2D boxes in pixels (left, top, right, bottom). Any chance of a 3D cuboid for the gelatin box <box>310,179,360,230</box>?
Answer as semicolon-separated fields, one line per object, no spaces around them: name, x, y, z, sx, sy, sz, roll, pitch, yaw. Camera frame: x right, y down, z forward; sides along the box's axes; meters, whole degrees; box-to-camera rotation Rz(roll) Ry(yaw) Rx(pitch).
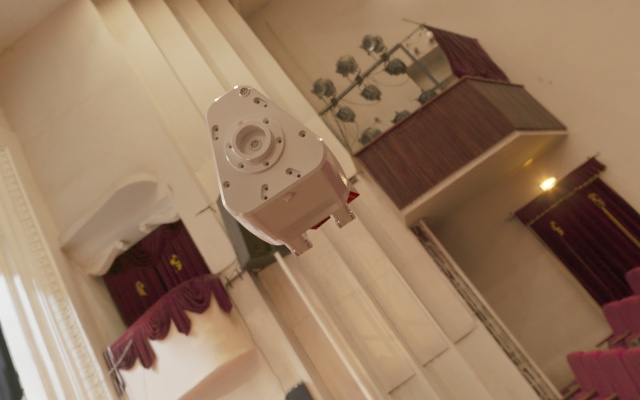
gelatin box;0.000;0.002;0.560;0.073;0.030;0.089;-39;-16;13
